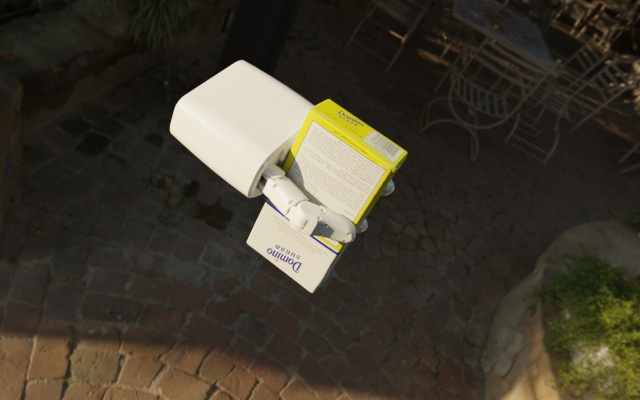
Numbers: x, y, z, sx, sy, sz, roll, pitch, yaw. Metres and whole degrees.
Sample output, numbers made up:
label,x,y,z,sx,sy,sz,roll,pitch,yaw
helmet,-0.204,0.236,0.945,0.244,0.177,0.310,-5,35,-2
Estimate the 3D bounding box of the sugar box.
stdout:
label,x,y,z,sx,sy,sz,roll,pitch,yaw
sugar box,0.000,0.001,0.471,0.093,0.176,0.048,36,37,9
